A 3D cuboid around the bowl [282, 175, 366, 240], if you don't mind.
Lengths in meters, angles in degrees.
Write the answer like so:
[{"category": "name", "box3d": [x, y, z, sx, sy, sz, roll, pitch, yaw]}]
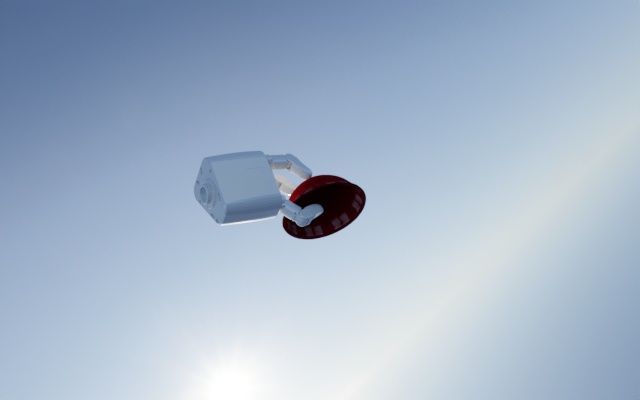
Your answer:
[{"category": "bowl", "box3d": [0.001, 0.003, 0.882, 0.162, 0.055, 0.162, -15, -36, -11]}]
